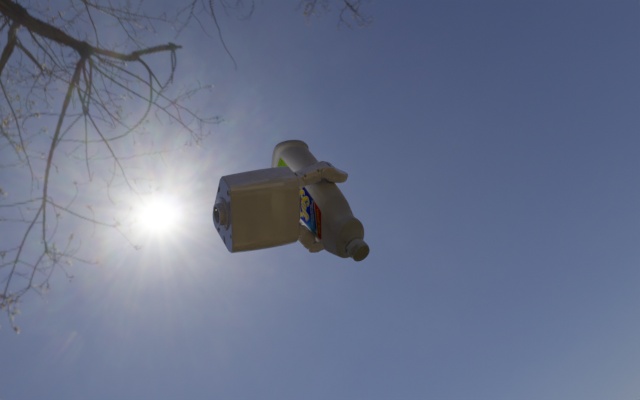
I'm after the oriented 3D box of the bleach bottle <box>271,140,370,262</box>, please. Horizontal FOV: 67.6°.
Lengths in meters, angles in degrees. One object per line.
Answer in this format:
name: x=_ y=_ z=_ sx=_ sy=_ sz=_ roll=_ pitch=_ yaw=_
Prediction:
bleach bottle: x=0.000 y=0.003 z=0.765 sx=0.068 sy=0.103 sz=0.250 roll=-10 pitch=37 yaw=-29
